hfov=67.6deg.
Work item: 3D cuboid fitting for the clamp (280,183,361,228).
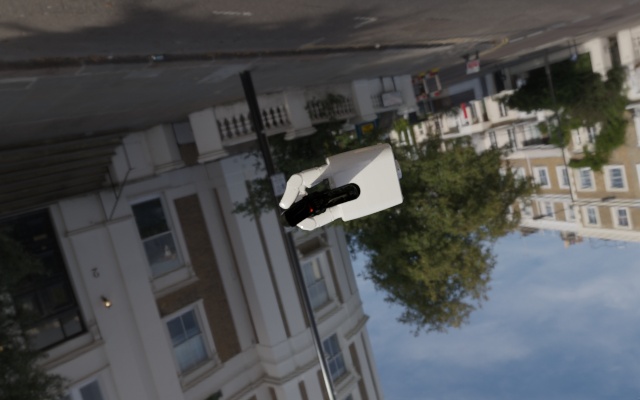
[{"bbox_3d":[0.000,0.003,0.735,0.120,0.039,0.171,-17,6,0],"label":"clamp"}]
